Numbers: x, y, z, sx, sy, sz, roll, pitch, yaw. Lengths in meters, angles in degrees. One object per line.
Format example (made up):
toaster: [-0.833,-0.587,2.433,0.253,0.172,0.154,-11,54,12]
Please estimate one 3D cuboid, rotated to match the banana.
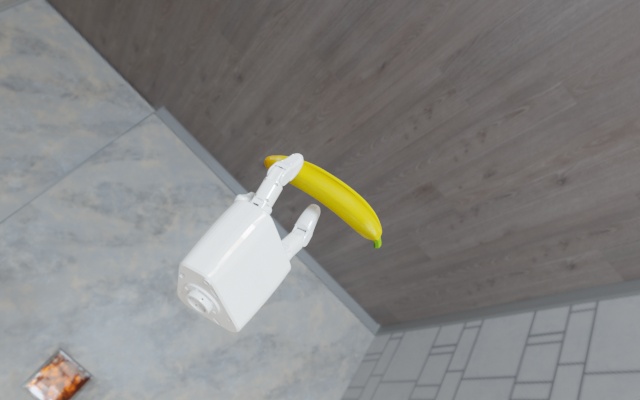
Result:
banana: [0.010,-0.004,0.626,0.198,0.037,0.070,39,-36,-1]
